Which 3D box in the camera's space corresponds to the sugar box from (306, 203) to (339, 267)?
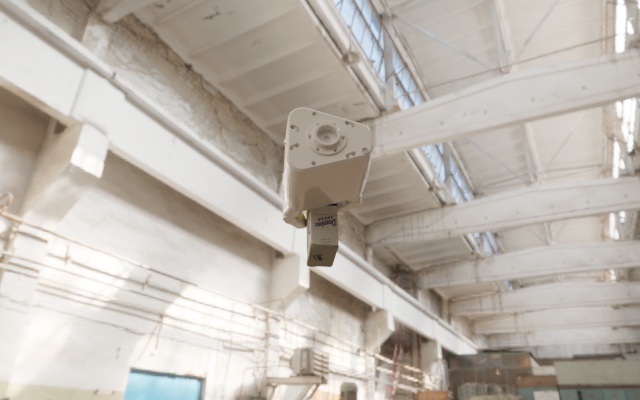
[{"bbox_3d":[0.000,0.002,0.715,0.048,0.176,0.093,3,-26,-4],"label":"sugar box"}]
